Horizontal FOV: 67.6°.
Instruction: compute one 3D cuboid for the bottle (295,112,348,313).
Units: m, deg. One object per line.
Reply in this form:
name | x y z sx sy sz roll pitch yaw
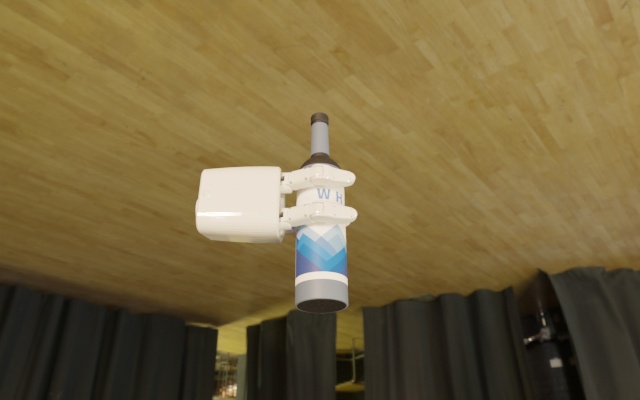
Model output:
bottle | 0.000 0.002 0.663 0.069 0.295 0.069 0 -28 0
